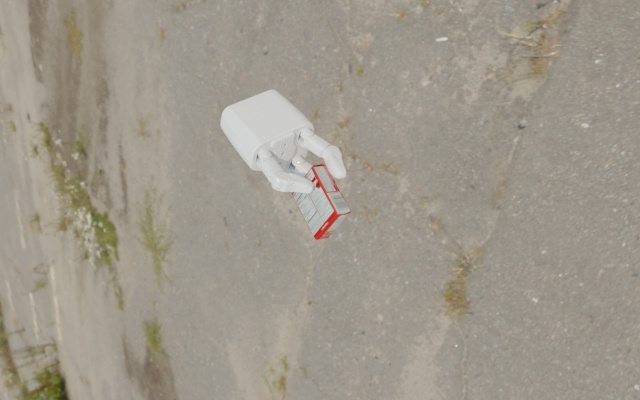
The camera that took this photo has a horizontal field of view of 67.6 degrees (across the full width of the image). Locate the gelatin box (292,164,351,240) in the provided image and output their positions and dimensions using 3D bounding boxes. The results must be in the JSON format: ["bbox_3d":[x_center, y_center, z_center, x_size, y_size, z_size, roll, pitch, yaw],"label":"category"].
[{"bbox_3d":[0.000,0.003,0.710,0.030,0.089,0.073,-10,-29,-37],"label":"gelatin box"}]
